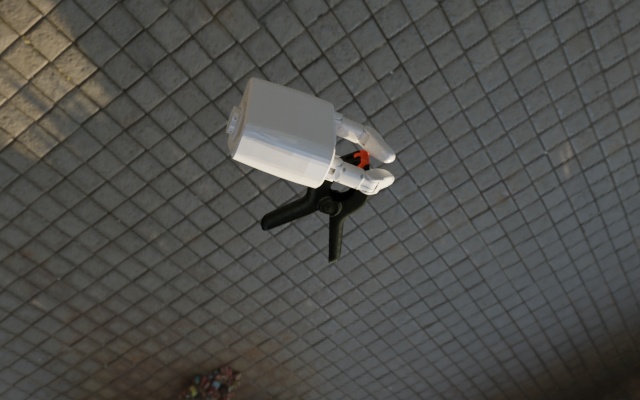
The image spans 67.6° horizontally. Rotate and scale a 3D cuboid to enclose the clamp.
[{"bbox_3d":[0.000,0.002,0.618,0.120,0.171,0.039,17,29,-17],"label":"clamp"}]
